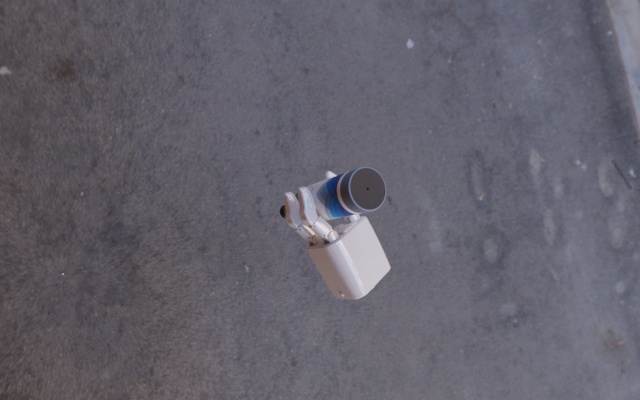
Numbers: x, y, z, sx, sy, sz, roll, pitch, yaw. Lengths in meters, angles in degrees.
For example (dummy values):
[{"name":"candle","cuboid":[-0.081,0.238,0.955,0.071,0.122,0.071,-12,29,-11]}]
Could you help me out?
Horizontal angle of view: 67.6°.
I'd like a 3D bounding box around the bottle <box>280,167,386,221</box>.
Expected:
[{"name":"bottle","cuboid":[0.000,0.003,0.823,0.069,0.069,0.296,0,-8,-28]}]
